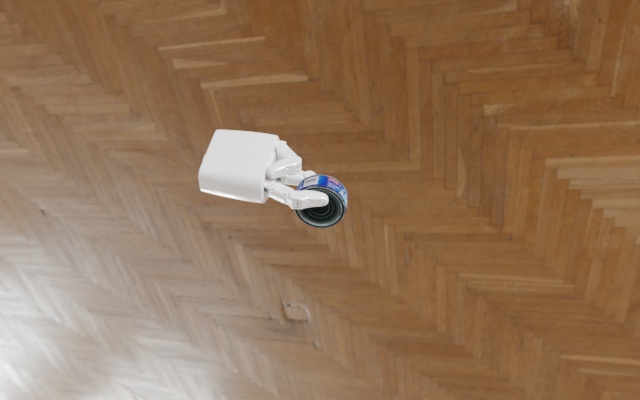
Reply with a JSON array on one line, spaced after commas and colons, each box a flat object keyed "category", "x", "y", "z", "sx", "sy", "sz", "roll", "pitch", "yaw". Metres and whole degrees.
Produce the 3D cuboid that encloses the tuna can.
[{"category": "tuna can", "x": 0.000, "y": 0.003, "z": 0.766, "sx": 0.086, "sy": 0.086, "sz": 0.033, "roll": 0, "pitch": 36, "yaw": 9}]
